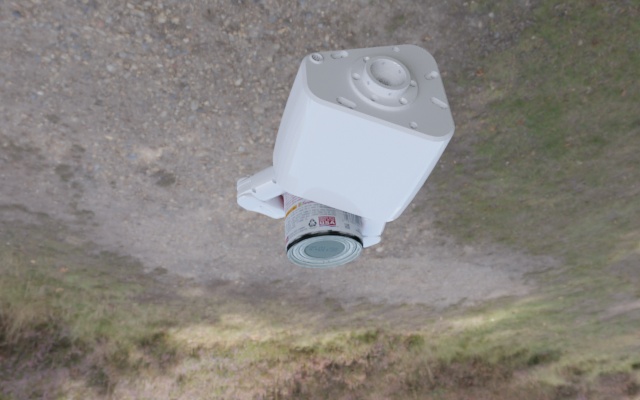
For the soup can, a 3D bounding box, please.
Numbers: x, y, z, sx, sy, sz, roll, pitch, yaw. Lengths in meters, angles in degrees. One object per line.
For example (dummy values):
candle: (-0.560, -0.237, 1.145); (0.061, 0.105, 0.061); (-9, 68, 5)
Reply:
soup can: (0.000, 0.002, 0.431); (0.068, 0.102, 0.068); (-4, -31, -2)
